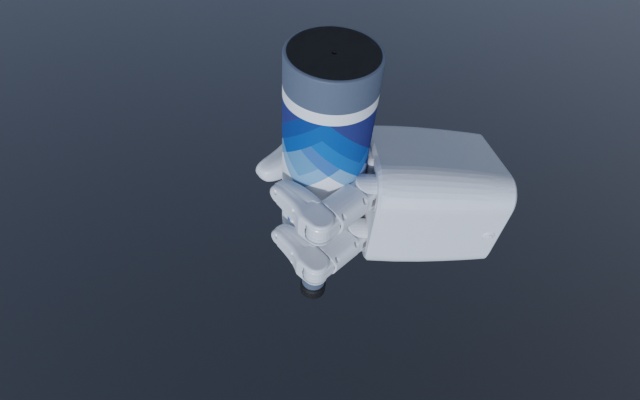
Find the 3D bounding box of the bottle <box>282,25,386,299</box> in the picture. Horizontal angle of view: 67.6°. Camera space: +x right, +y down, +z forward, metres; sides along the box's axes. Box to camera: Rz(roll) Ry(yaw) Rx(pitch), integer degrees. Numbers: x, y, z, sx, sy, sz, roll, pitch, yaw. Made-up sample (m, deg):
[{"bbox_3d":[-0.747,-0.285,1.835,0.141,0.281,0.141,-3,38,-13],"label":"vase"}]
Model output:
[{"bbox_3d":[0.000,0.001,0.415,0.069,0.069,0.296,0,-41,-5],"label":"bottle"}]
